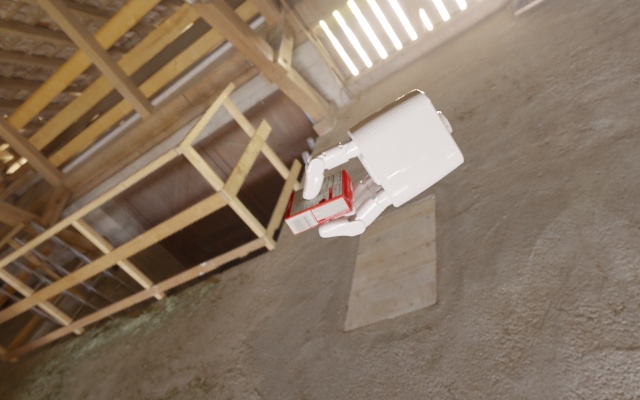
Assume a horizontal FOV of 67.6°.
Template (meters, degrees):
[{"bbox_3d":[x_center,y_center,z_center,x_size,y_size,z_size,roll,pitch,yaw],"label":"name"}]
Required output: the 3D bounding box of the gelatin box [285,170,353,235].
[{"bbox_3d":[0.000,0.002,0.642,0.089,0.030,0.073,-23,26,15],"label":"gelatin box"}]
